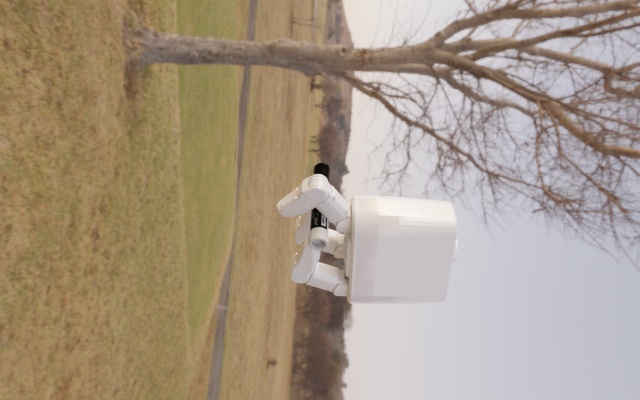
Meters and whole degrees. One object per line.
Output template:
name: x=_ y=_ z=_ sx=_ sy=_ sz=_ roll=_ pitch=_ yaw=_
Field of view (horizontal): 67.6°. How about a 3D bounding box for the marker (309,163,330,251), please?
marker: x=0.000 y=0.002 z=0.504 sx=0.020 sy=0.020 sz=0.121 roll=0 pitch=43 yaw=2
